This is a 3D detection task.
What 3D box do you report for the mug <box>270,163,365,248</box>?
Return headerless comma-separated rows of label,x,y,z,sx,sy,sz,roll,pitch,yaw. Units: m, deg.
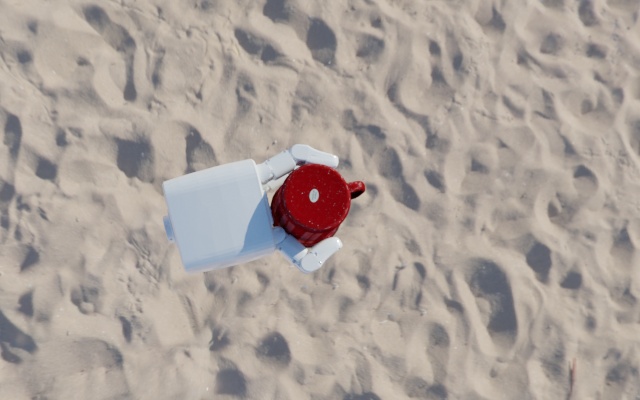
mug,0.002,0.002,0.572,0.117,0.093,0.081,-16,-10,-14
